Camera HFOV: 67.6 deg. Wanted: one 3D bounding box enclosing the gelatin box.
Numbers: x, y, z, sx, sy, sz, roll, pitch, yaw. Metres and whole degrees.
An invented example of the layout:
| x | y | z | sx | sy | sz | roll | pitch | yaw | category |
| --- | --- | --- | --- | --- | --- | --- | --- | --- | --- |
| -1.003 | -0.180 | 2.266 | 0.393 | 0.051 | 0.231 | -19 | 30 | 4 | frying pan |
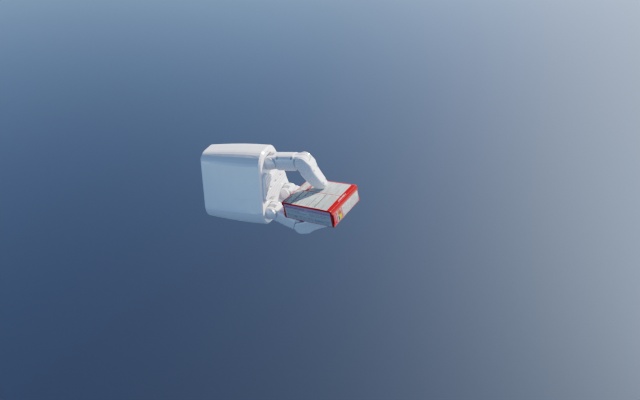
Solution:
| x | y | z | sx | sy | sz | roll | pitch | yaw | category |
| --- | --- | --- | --- | --- | --- | --- | --- | --- | --- |
| 0.000 | 0.002 | 0.693 | 0.089 | 0.030 | 0.073 | 9 | 37 | 34 | gelatin box |
